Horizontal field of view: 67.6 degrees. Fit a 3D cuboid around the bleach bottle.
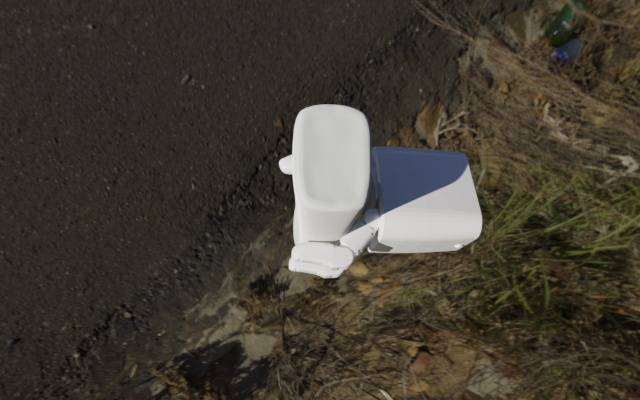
[{"bbox_3d":[0.000,0.002,0.516,0.068,0.102,0.251,2,-18,-5],"label":"bleach bottle"}]
